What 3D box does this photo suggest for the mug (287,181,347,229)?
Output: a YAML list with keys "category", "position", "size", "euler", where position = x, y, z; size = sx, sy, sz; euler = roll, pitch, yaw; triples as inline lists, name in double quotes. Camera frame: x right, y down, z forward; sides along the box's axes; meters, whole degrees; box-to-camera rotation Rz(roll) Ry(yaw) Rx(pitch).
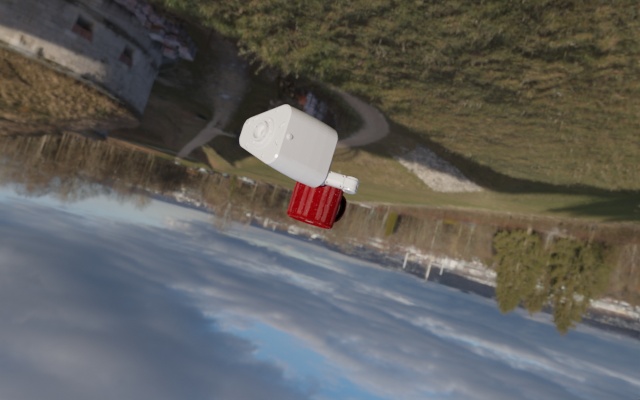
- category: "mug"
  position: [0.001, 0.003, 0.820]
  size: [0.093, 0.081, 0.117]
  euler: [11, -10, 44]
